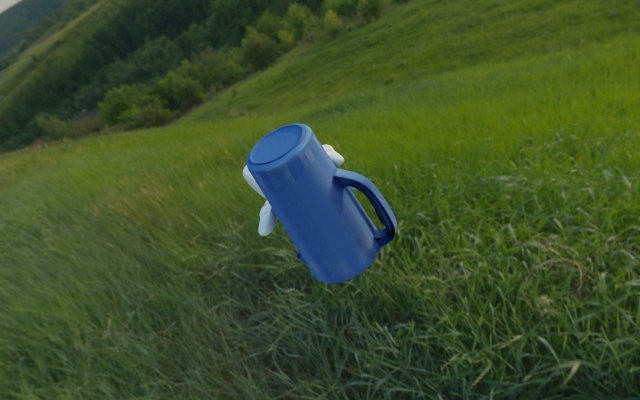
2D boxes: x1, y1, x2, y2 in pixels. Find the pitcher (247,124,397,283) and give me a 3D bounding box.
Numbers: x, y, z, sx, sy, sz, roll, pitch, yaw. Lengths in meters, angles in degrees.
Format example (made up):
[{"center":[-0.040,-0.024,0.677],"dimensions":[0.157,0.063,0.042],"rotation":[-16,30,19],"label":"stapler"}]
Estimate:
[{"center":[0.000,0.002,0.740],"dimensions":[0.149,0.243,0.145],"rotation":[-40,34,-12],"label":"pitcher"}]
